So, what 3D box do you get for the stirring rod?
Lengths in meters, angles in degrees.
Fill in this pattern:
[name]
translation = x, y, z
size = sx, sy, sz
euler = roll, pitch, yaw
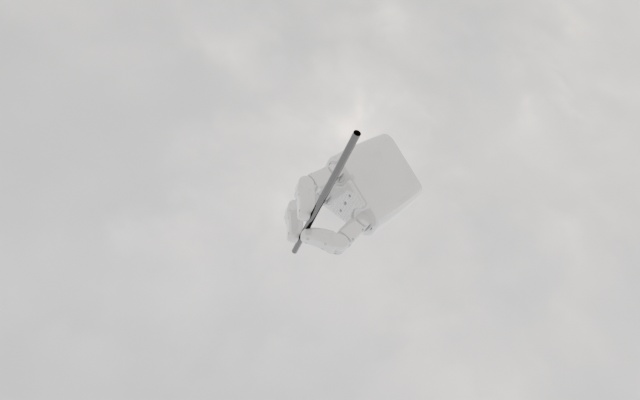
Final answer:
[stirring rod]
translation = 0.000, 0.002, 0.553
size = 0.011, 0.011, 0.240
euler = 0, -34, -21
